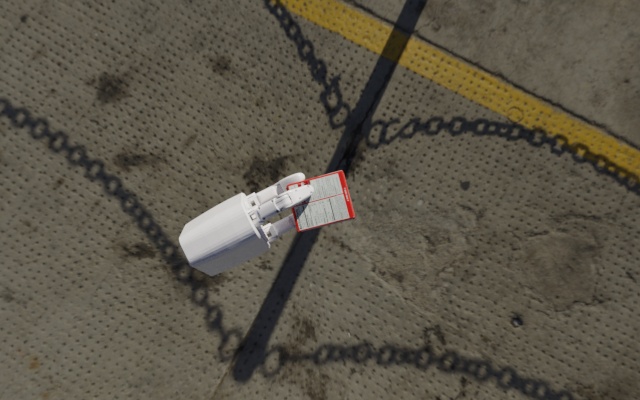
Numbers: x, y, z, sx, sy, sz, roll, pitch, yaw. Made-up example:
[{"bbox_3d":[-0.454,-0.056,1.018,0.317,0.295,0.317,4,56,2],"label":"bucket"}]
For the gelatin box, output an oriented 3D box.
[{"bbox_3d":[0.000,0.002,0.712,0.089,0.073,0.030,-15,-6,2],"label":"gelatin box"}]
